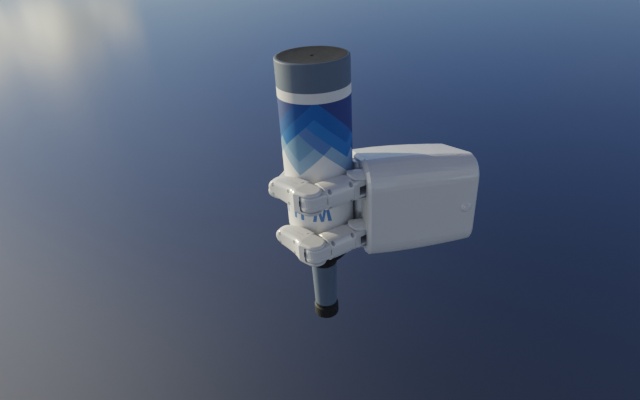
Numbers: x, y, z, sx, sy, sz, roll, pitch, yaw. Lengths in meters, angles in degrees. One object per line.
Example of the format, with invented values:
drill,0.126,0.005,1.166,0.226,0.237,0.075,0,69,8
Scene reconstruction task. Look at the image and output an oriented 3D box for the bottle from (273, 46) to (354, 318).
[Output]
bottle,0.000,0.001,0.483,0.069,0.296,0.069,-3,31,1
